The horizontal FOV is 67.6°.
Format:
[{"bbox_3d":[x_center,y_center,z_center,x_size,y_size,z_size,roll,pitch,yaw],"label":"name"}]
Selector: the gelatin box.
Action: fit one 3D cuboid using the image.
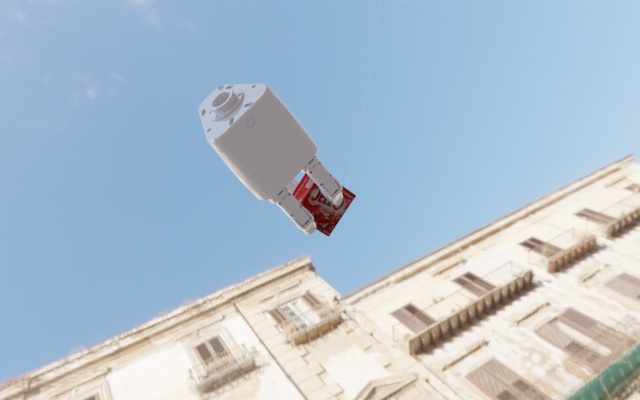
[{"bbox_3d":[0.000,0.002,0.670,0.030,0.073,0.089,34,1,43],"label":"gelatin box"}]
